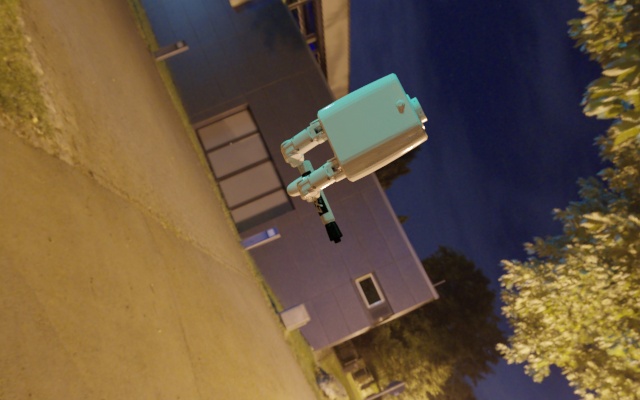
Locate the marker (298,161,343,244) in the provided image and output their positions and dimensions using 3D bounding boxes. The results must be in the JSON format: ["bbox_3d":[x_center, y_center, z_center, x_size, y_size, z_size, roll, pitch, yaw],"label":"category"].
[{"bbox_3d":[0.000,0.002,0.652,0.020,0.121,0.020,-23,-13,-6],"label":"marker"}]
